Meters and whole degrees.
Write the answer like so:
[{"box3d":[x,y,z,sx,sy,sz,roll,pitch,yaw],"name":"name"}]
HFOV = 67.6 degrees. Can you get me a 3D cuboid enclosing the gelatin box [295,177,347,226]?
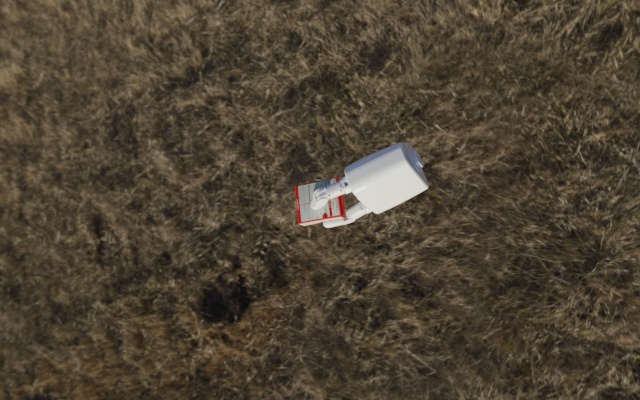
[{"box3d":[0.000,0.003,0.876,0.089,0.073,0.030,-11,-14,21],"name":"gelatin box"}]
